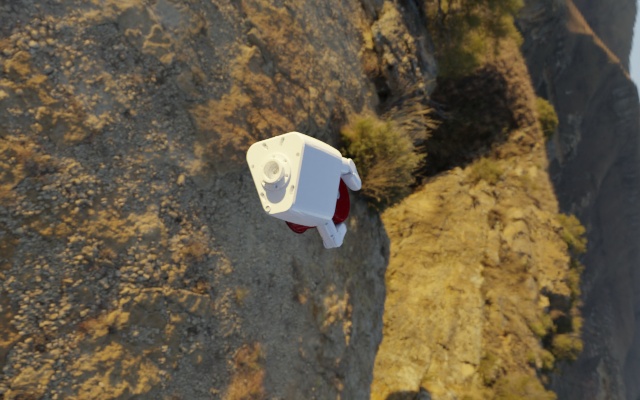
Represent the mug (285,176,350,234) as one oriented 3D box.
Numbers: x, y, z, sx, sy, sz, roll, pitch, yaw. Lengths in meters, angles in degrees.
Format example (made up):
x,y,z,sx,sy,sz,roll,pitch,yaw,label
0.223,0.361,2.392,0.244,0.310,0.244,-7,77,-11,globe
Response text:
x,y,z,sx,sy,sz,roll,pitch,yaw,label
0.001,0.003,0.765,0.081,0.093,0.117,-12,-14,27,mug
